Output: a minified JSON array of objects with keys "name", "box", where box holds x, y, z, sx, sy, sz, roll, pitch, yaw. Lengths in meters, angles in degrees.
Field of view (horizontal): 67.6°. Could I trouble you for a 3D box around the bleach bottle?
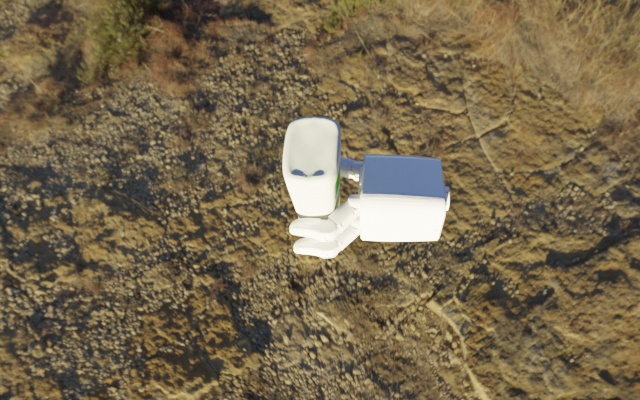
[{"name":"bleach bottle","box":[0.000,0.002,0.666,0.068,0.102,0.251,2,-30,7]}]
